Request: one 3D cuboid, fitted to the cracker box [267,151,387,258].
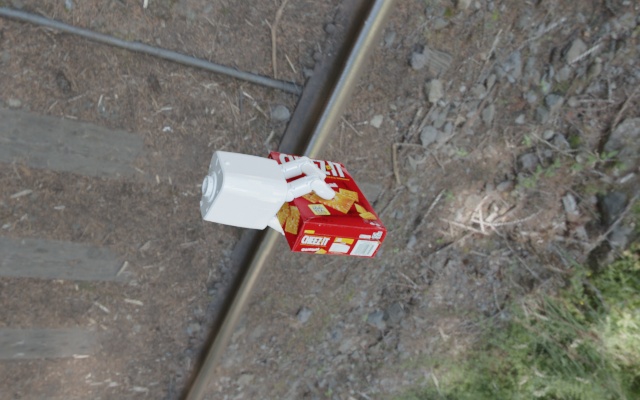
[{"bbox_3d":[0.000,0.003,0.853,0.164,0.072,0.213,8,34,-29],"label":"cracker box"}]
